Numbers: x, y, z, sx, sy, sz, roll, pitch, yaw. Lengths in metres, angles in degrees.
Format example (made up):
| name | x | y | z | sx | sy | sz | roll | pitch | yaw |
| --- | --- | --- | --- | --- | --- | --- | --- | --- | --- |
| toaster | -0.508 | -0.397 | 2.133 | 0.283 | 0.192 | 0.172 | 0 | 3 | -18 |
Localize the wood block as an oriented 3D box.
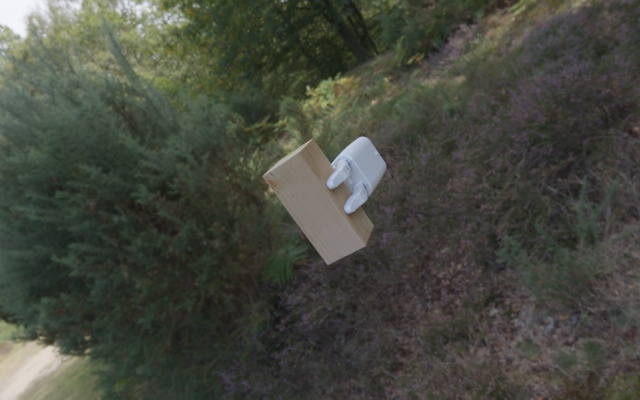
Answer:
| name | x | y | z | sx | sy | sz | roll | pitch | yaw |
| --- | --- | --- | --- | --- | --- | --- | --- | --- | --- |
| wood block | 0.000 | 0.003 | 0.890 | 0.091 | 0.206 | 0.090 | -30 | 12 | 27 |
